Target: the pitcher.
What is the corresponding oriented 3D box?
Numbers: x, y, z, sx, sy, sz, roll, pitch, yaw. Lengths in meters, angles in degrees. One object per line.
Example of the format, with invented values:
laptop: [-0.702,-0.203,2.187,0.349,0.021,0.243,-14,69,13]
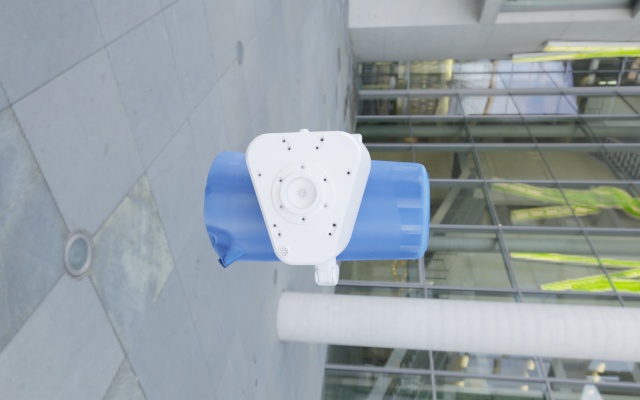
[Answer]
pitcher: [0.000,0.002,0.560,0.243,0.149,0.145,1,0,8]
